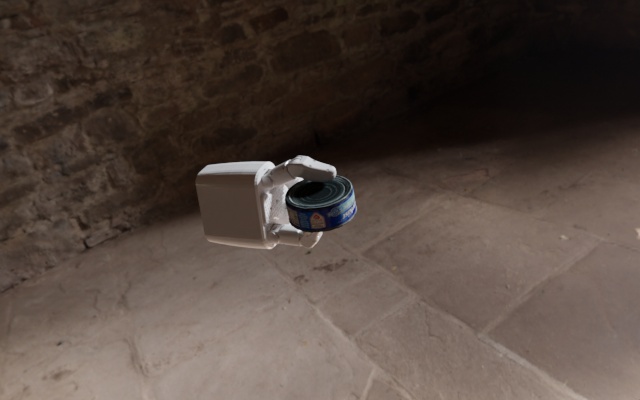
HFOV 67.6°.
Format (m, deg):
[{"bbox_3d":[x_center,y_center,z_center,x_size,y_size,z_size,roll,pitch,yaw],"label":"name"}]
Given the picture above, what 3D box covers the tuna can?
[{"bbox_3d":[0.000,0.001,0.584,0.086,0.034,0.086,-8,29,5],"label":"tuna can"}]
